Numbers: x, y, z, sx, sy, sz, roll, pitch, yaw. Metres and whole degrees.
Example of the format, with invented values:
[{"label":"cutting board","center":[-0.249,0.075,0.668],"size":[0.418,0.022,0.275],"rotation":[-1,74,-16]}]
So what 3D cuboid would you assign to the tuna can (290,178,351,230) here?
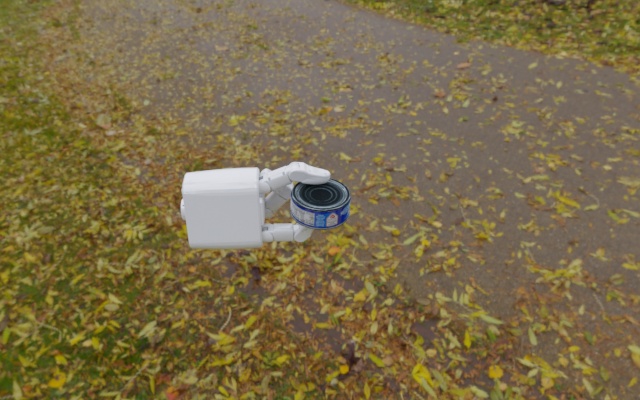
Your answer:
[{"label":"tuna can","center":[0.000,0.002,0.675],"size":[0.086,0.034,0.086],"rotation":[2,36,-2]}]
